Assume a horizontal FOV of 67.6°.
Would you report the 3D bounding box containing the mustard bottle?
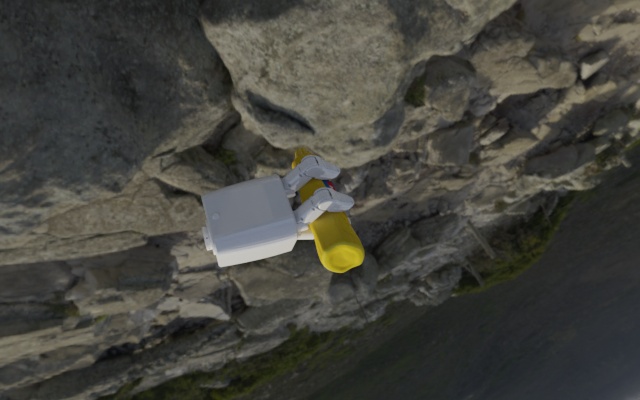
[{"bbox_3d":[0.001,0.002,0.675,0.058,0.191,0.096,-27,-31,7],"label":"mustard bottle"}]
